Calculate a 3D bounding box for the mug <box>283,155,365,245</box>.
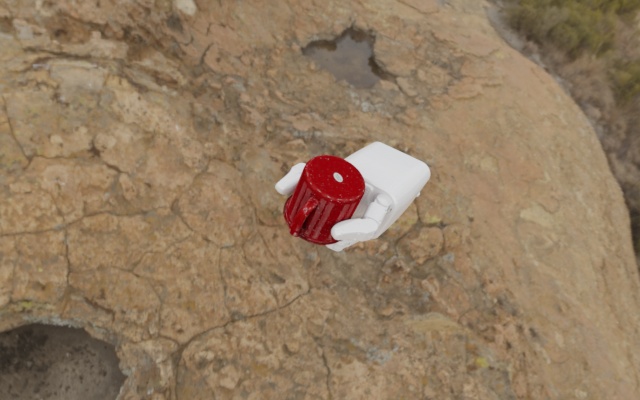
[{"bbox_3d":[-0.001,0.002,0.602,0.093,0.081,0.117,39,46,13],"label":"mug"}]
